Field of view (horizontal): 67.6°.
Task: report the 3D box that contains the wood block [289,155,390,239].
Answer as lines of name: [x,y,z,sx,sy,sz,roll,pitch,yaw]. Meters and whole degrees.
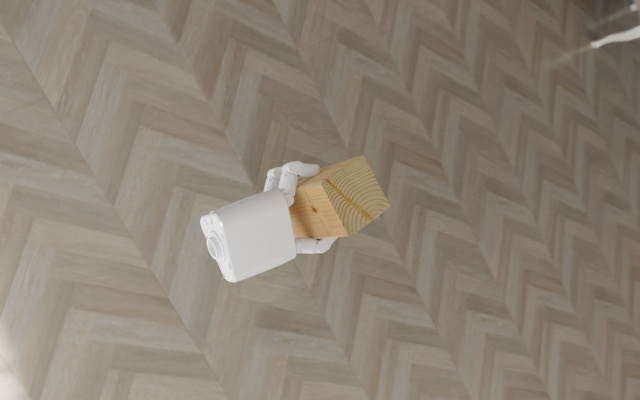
wood block: [0.000,0.003,0.768,0.090,0.091,0.206,-34,12,-29]
